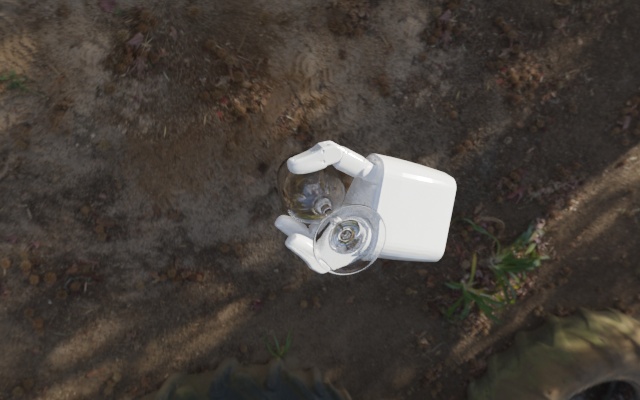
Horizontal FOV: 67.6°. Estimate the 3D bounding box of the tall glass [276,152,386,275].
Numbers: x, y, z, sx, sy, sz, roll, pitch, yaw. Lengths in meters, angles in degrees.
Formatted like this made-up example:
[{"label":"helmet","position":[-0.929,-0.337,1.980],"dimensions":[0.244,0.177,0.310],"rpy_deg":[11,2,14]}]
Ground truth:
[{"label":"tall glass","position":[0.000,0.002,0.538],"dimensions":[0.079,0.079,0.201],"rpy_deg":[0,22,-18]}]
